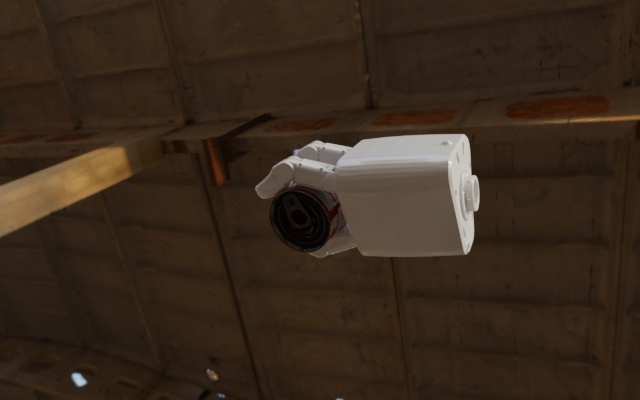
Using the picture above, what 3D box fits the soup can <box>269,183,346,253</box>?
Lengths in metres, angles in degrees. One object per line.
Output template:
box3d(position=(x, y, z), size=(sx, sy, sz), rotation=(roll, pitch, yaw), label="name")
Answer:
box3d(position=(0.000, 0.002, 0.510), size=(0.068, 0.068, 0.102), rotation=(0, 23, 27), label="soup can")
